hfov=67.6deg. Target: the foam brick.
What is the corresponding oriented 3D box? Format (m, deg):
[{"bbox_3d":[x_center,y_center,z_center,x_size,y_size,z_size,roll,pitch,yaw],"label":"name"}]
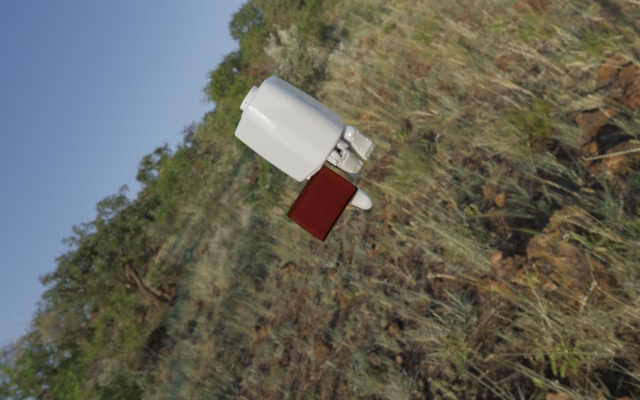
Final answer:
[{"bbox_3d":[0.000,0.002,0.587,0.051,0.078,0.053,33,-2,-10],"label":"foam brick"}]
